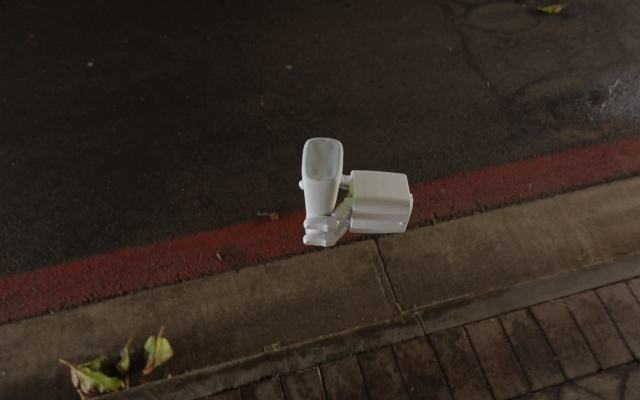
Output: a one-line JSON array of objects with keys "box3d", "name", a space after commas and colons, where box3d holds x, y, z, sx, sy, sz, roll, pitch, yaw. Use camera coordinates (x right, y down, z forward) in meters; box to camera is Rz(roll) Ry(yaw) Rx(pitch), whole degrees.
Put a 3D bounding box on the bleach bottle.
[{"box3d": [0.000, 0.003, 0.894, 0.068, 0.102, 0.251, 4, -34, 1], "name": "bleach bottle"}]
